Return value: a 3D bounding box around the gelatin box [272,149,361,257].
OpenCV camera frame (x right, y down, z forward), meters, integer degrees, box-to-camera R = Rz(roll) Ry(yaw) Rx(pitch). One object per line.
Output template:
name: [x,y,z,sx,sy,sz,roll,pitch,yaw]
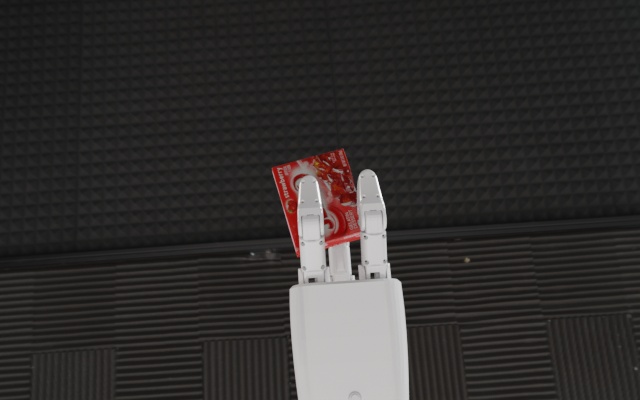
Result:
gelatin box: [0.000,0.001,0.460,0.073,0.089,0.030,-16,-21,-5]
